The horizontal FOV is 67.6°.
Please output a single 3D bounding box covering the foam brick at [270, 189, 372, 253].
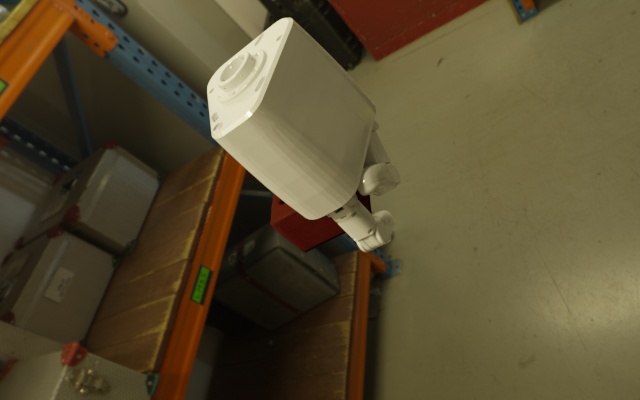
[{"bbox_3d":[0.000,0.002,0.432,0.078,0.053,0.051,-29,-49,27],"label":"foam brick"}]
